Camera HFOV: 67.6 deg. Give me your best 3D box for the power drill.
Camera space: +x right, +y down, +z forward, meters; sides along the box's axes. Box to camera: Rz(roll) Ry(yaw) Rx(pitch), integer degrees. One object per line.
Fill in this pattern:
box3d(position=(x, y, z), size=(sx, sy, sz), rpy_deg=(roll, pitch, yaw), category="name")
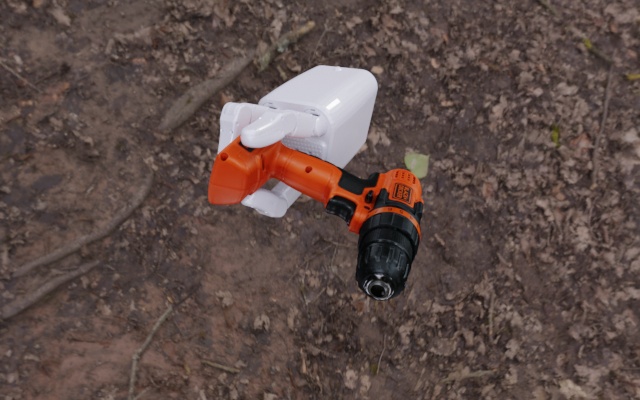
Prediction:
box3d(position=(0.000, 0.001, 0.430), size=(0.187, 0.057, 0.184), rpy_deg=(22, 28, 4), category="power drill")
